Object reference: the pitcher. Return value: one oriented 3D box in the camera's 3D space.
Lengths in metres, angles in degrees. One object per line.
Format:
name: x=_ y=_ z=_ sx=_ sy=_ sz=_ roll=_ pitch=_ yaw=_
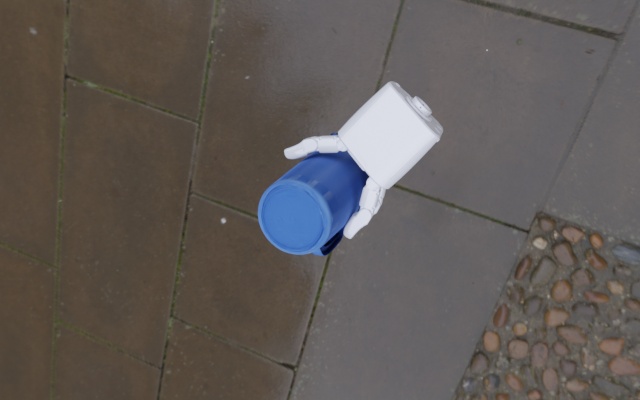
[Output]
pitcher: x=0.000 y=0.002 z=0.746 sx=0.145 sy=0.149 sz=0.242 roll=-42 pitch=0 yaw=25
